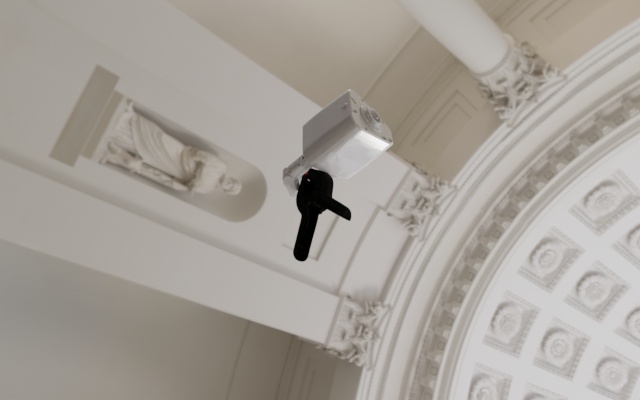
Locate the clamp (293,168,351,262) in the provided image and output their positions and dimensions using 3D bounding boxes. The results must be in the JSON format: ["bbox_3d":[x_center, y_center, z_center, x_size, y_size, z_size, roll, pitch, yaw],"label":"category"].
[{"bbox_3d":[0.000,0.003,0.757,0.120,0.171,0.039,-33,-48,30],"label":"clamp"}]
